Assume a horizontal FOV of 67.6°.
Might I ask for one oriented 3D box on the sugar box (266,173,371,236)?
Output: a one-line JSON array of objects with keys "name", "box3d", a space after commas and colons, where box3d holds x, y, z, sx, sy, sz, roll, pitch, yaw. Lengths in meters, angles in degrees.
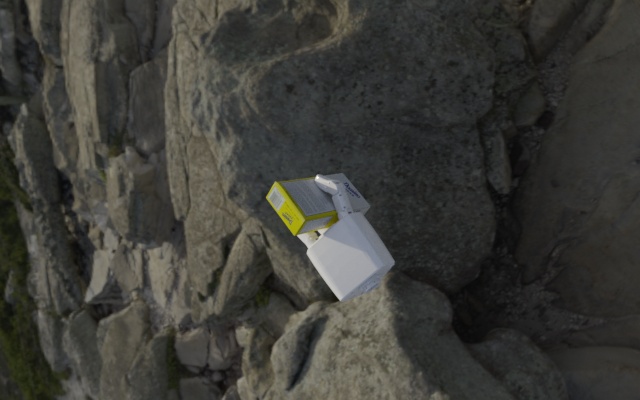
[{"name": "sugar box", "box3d": [0.000, 0.003, 0.846, 0.176, 0.093, 0.048, -7, -38, -48]}]
